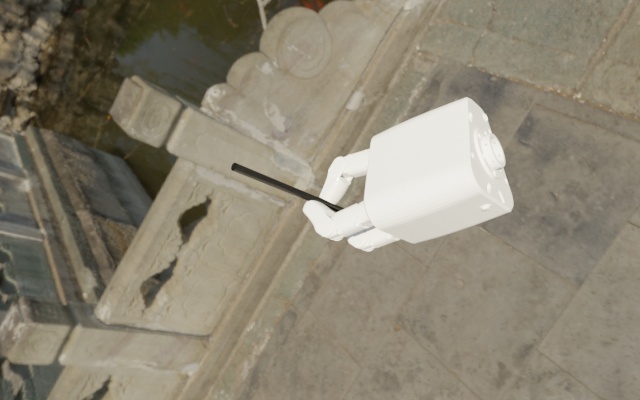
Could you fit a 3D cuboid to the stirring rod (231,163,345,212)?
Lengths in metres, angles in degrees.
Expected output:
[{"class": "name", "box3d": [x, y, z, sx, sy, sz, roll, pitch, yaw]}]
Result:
[{"class": "stirring rod", "box3d": [0.000, 0.002, 0.523, 0.011, 0.011, 0.239, 0, -16, 44]}]
